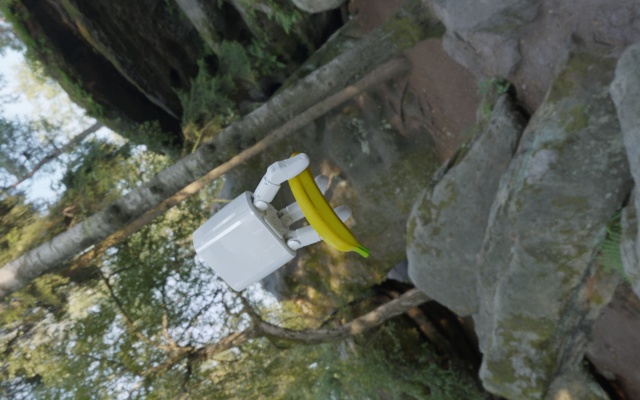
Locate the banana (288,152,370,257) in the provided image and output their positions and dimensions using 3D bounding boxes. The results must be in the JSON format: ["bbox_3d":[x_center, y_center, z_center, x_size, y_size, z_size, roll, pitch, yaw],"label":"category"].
[{"bbox_3d":[-0.007,0.000,0.658,0.037,0.197,0.070,-39,-28,13],"label":"banana"}]
